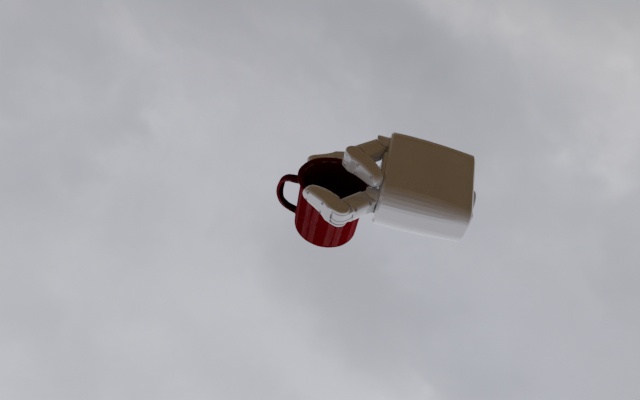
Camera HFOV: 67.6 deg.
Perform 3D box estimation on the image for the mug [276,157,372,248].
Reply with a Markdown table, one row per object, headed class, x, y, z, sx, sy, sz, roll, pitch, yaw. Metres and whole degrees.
| class | x | y | z | sx | sy | sz | roll | pitch | yaw |
| --- | --- | --- | --- | --- | --- | --- | --- | --- | --- |
| mug | -0.001 | 0.002 | 0.604 | 0.117 | 0.082 | 0.093 | 15 | 40 | 3 |
